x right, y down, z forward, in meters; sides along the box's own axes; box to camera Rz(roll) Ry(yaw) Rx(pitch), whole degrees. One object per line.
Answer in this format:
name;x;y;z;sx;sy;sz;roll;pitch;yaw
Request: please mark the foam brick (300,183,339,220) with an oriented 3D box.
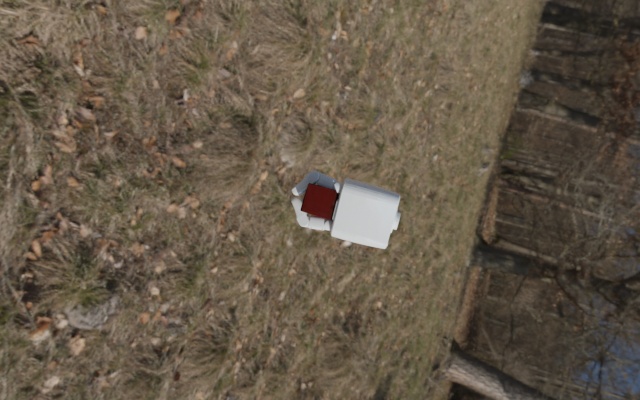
foam brick;0.000;0.003;0.861;0.051;0.053;0.078;16;-2;8
